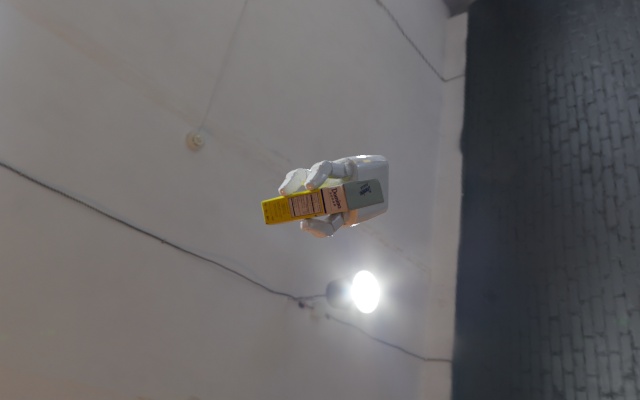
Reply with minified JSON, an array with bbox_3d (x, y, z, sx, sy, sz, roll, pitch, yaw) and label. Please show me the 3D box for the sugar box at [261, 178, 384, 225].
[{"bbox_3d":[0.000,0.002,0.746,0.176,0.048,0.093,-15,-2,41],"label":"sugar box"}]
